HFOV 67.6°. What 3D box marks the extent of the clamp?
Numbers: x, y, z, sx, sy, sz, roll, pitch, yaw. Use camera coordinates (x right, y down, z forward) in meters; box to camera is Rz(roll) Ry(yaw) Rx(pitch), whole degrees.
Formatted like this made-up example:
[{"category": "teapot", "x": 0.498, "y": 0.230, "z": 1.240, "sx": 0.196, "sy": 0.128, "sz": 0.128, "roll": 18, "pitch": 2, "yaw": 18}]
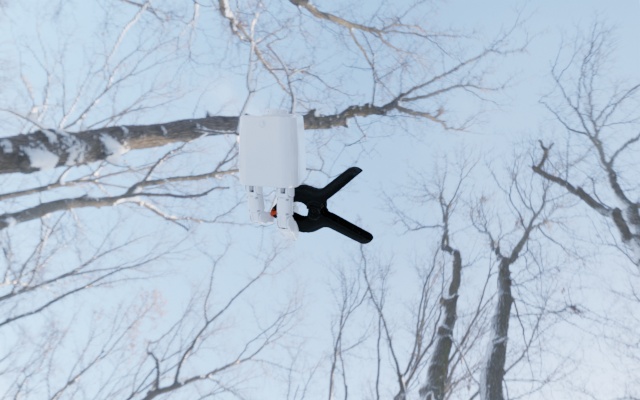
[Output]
[{"category": "clamp", "x": 0.000, "y": 0.002, "z": 0.747, "sx": 0.171, "sy": 0.120, "sz": 0.039, "roll": 5, "pitch": 13, "yaw": 21}]
